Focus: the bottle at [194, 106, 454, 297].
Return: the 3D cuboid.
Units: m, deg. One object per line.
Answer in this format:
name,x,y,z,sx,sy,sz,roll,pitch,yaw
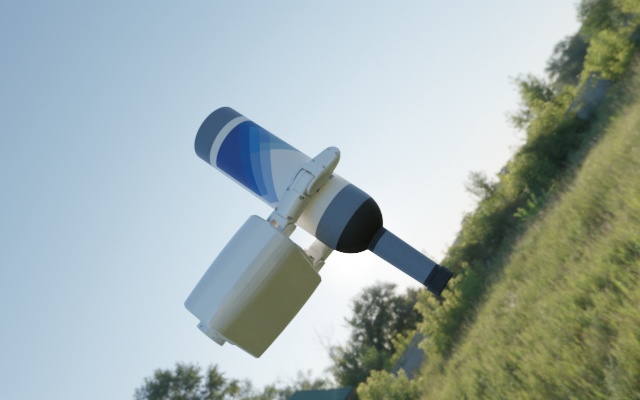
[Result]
bottle,0.000,0.001,0.489,0.295,0.069,0.069,33,11,17
